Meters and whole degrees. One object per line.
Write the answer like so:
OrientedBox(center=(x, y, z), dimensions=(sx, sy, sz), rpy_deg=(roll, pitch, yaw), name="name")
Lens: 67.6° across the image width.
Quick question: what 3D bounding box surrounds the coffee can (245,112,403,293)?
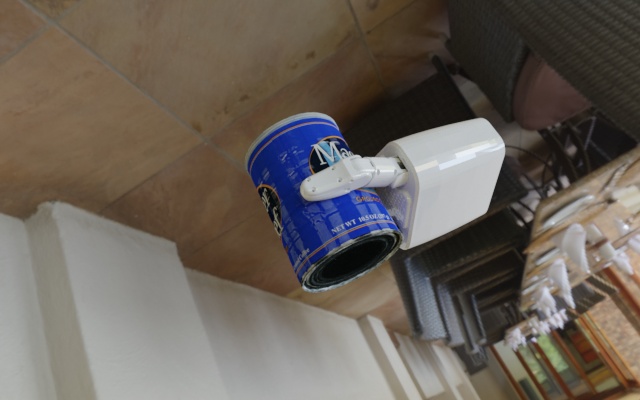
OrientedBox(center=(0.000, 0.001, 0.458), dimensions=(0.103, 0.140, 0.103), rpy_deg=(-22, -26, -12), name="coffee can")
